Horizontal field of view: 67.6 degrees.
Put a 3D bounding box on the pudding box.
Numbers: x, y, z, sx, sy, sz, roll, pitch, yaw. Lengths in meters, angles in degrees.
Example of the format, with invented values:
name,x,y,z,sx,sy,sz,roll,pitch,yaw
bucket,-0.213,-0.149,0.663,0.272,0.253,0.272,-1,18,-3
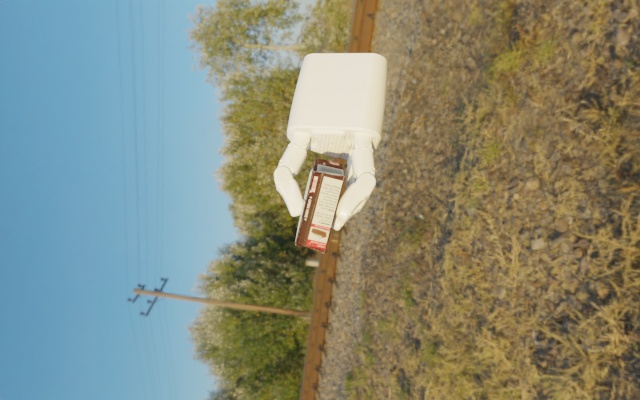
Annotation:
name,x,y,z,sx,sy,sz,roll,pitch,yaw
pudding box,0.000,0.002,0.565,0.039,0.090,0.113,13,11,0
